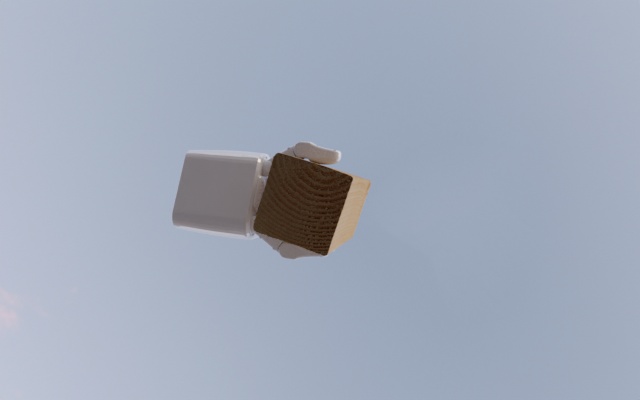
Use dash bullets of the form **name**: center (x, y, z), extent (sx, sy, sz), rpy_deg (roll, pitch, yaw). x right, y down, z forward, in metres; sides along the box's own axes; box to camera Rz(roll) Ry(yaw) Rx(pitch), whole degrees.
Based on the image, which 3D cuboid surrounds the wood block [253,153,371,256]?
- **wood block**: center (0.000, 0.002, 0.600), extent (0.090, 0.091, 0.206), rpy_deg (18, 5, 10)
